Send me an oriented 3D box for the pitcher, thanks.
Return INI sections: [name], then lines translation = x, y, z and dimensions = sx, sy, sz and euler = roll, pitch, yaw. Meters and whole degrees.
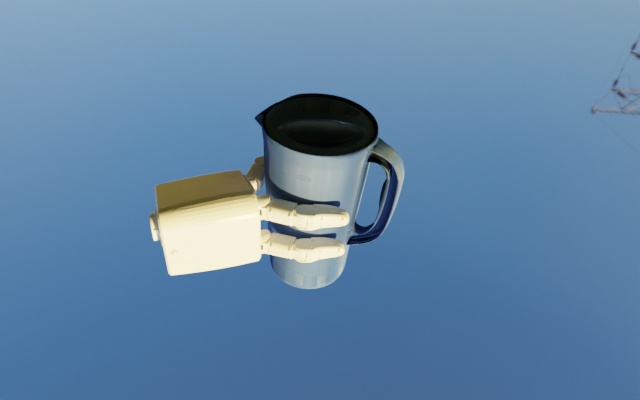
[pitcher]
translation = 0.000, 0.002, 0.605
dimensions = 0.145, 0.243, 0.149
euler = -10, 43, -18
